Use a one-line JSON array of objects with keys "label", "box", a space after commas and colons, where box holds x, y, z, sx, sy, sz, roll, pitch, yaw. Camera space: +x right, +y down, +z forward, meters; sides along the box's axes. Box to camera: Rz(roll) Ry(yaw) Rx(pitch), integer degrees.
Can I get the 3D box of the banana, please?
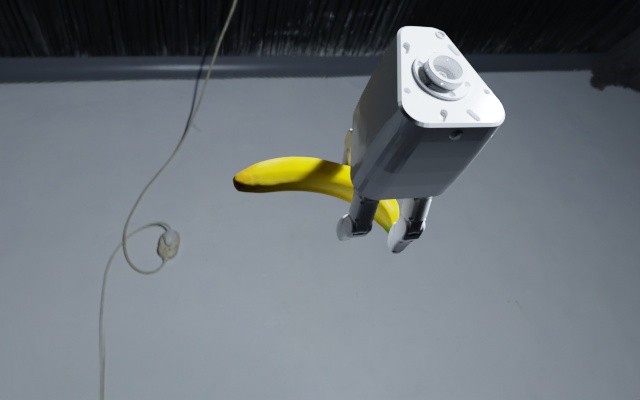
[{"label": "banana", "box": [0.007, -0.012, 0.521, 0.198, 0.069, 0.037, 20, -32, -8]}]
